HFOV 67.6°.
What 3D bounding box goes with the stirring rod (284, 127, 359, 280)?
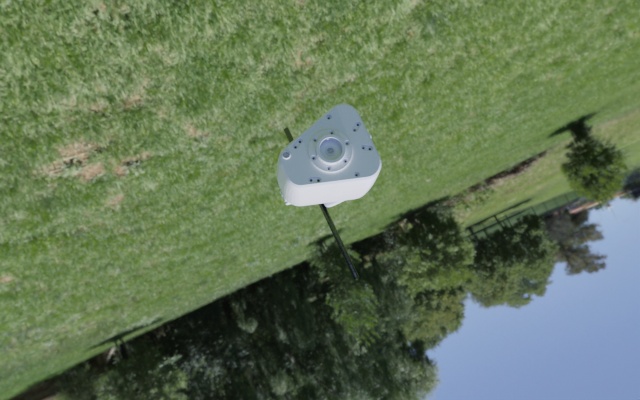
[{"bbox_3d":[0.000,0.002,0.689,0.011,0.239,0.011,-25,-7,-3],"label":"stirring rod"}]
